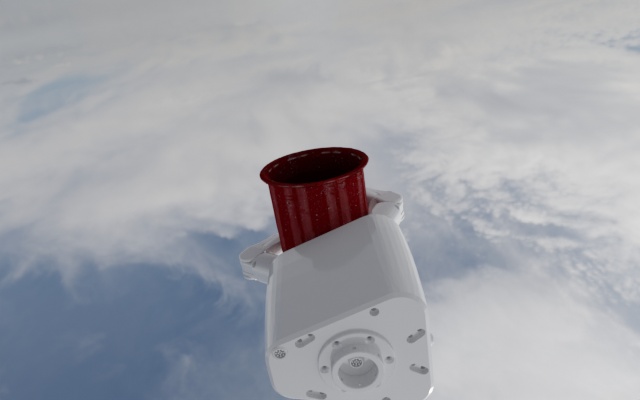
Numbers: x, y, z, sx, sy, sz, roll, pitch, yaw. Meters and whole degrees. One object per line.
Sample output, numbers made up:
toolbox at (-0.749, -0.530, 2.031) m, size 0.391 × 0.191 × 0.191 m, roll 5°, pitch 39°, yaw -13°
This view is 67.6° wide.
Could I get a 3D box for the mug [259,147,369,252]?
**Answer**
mug at (0.000, 0.001, 0.430) m, size 0.093 × 0.081 × 0.117 m, roll -8°, pitch 23°, yaw 3°
